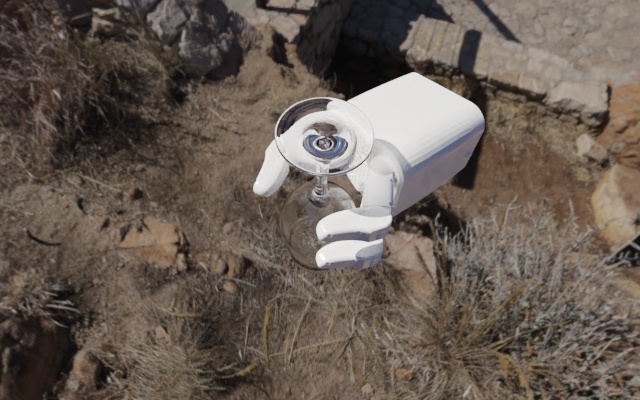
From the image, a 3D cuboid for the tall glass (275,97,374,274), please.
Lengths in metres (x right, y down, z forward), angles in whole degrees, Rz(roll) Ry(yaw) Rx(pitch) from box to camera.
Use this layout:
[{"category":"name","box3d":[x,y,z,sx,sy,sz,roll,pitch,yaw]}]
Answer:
[{"category":"tall glass","box3d":[0.000,0.001,0.439,0.079,0.079,0.201,0,-31,-3]}]
